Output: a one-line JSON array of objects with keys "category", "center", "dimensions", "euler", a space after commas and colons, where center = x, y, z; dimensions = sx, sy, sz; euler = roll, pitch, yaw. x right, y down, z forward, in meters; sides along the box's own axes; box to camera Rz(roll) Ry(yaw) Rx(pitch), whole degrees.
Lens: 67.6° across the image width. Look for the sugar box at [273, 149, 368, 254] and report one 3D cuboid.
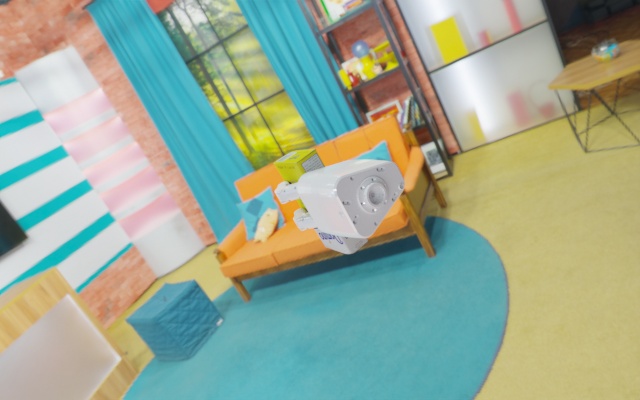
[{"category": "sugar box", "center": [0.000, 0.003, 0.769], "dimensions": [0.048, 0.176, 0.093], "euler": [-35, 18, -21]}]
